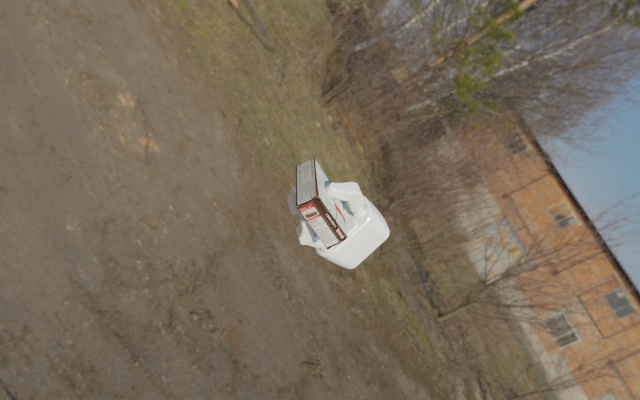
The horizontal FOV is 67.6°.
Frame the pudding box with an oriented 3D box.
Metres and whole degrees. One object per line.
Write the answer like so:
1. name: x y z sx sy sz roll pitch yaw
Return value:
1. pudding box: 0.000 0.002 0.705 0.039 0.090 0.113 -28 31 13
